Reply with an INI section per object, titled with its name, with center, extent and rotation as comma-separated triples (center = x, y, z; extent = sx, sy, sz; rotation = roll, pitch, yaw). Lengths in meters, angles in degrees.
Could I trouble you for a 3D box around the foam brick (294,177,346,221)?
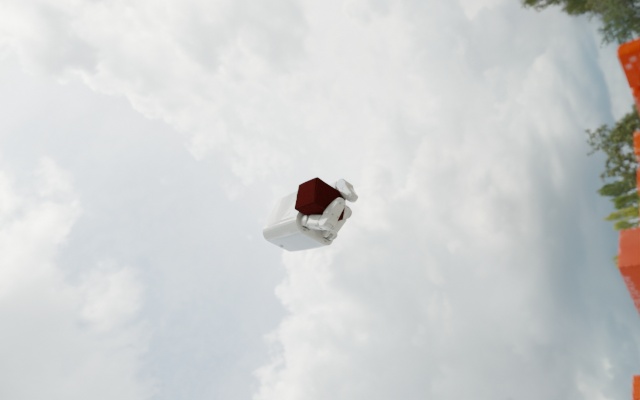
[foam brick]
center = 0.000, 0.003, 0.851
extent = 0.051, 0.053, 0.078
rotation = -17, -37, 42
